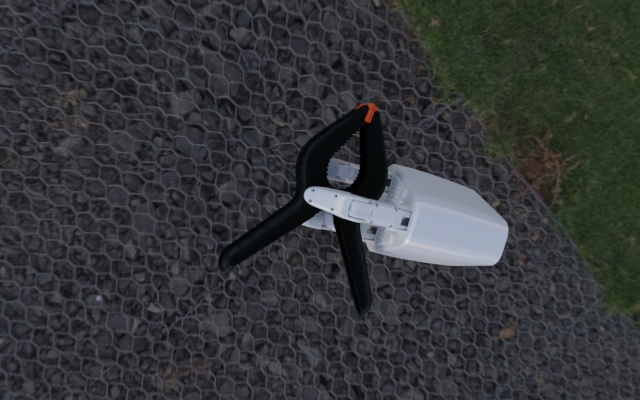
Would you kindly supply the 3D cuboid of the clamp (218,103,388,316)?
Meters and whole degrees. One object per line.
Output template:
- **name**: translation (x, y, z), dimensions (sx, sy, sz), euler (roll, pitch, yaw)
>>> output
- **clamp**: translation (0.001, 0.001, 0.469), dimensions (0.164, 0.210, 0.036), euler (14, 5, -18)
